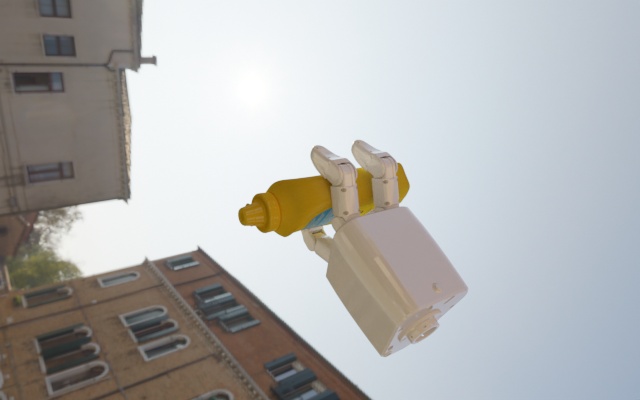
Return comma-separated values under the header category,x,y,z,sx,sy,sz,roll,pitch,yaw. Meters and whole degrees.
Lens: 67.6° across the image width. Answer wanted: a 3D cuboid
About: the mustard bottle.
category,x,y,z,sx,sy,sz,roll,pitch,yaw
mustard bottle,0.000,0.001,0.520,0.191,0.058,0.096,-12,-12,-35
